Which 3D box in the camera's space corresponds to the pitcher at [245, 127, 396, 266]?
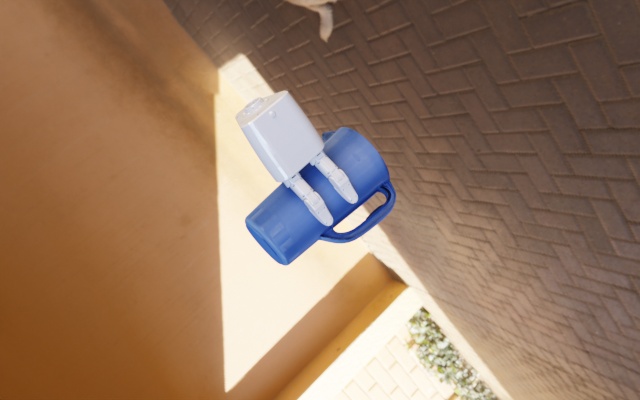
[{"bbox_3d":[0.000,0.003,0.816,0.243,0.145,0.149,-42,28,-15],"label":"pitcher"}]
